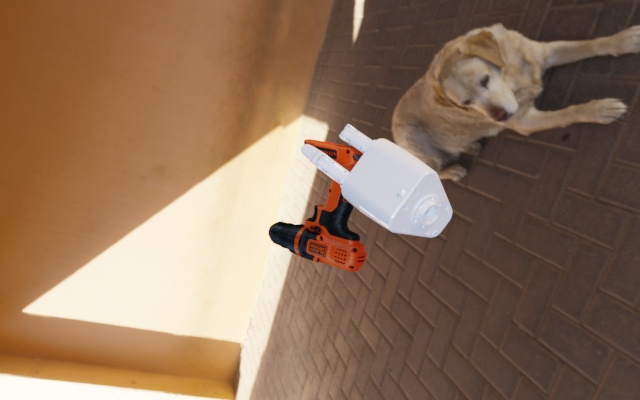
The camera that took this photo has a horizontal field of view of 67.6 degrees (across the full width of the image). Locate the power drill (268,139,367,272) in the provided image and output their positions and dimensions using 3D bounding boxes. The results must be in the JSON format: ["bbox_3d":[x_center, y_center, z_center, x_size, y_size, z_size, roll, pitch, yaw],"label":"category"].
[{"bbox_3d":[0.000,0.002,0.744,0.184,0.188,0.057,14,10,35],"label":"power drill"}]
